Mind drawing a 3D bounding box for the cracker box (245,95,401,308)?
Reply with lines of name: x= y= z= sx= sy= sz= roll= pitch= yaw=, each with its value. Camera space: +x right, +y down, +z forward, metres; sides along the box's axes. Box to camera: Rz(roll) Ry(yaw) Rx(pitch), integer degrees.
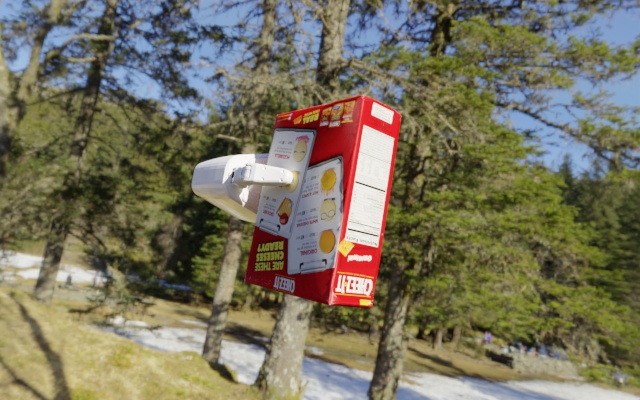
cracker box: x=0.000 y=0.002 z=0.547 sx=0.072 sy=0.213 sz=0.164 roll=14 pitch=-8 yaw=-38
